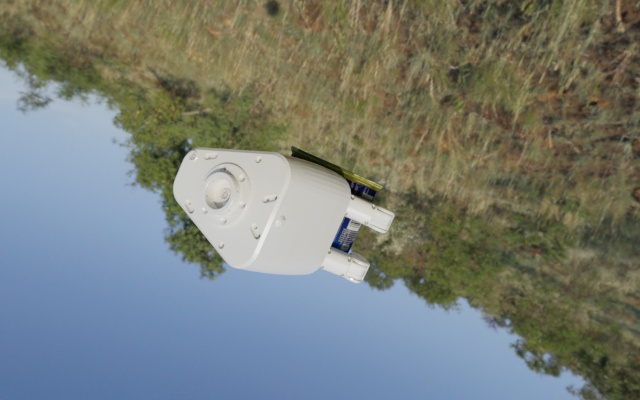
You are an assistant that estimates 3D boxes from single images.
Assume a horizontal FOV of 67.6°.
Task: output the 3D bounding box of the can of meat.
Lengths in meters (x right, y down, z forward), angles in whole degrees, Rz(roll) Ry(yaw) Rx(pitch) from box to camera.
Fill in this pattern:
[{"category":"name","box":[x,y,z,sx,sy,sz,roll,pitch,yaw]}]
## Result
[{"category":"can of meat","box":[0.000,0.002,0.500,0.102,0.084,0.057,26,4,24]}]
